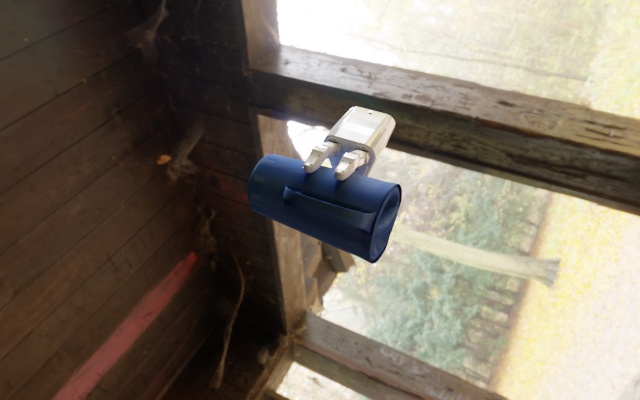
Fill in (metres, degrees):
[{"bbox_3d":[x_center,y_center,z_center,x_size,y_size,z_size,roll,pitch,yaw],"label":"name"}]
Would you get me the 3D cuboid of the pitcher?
[{"bbox_3d":[0.000,0.002,0.786,0.243,0.149,0.145,18,51,21],"label":"pitcher"}]
